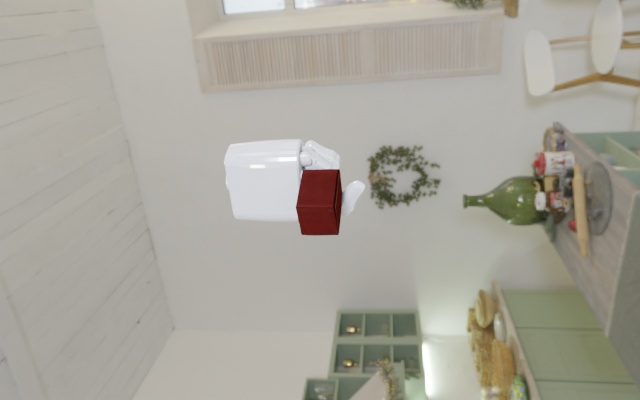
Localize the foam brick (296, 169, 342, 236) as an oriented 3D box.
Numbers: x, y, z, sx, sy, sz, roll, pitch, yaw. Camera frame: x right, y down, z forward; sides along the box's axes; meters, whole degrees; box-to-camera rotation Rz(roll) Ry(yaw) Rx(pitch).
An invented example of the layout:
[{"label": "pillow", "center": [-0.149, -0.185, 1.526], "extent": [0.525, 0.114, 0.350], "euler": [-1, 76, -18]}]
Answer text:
[{"label": "foam brick", "center": [0.000, 0.002, 0.635], "extent": [0.051, 0.053, 0.078], "euler": [-1, 43, 8]}]
